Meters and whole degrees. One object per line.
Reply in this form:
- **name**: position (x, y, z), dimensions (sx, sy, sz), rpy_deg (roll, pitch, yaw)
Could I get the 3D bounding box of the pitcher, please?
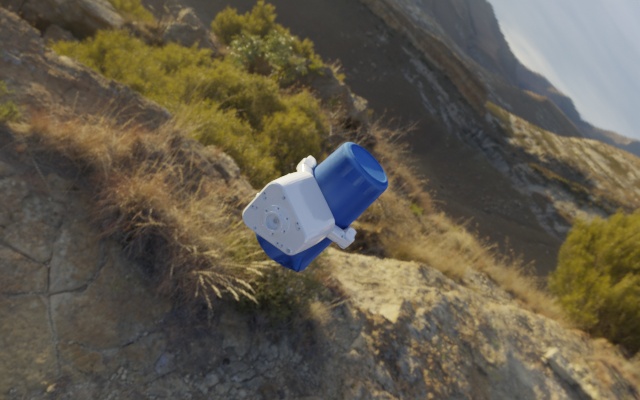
- **pitcher**: position (0.000, 0.003, 0.873), dimensions (0.243, 0.149, 0.145), rpy_deg (-43, -8, 25)
